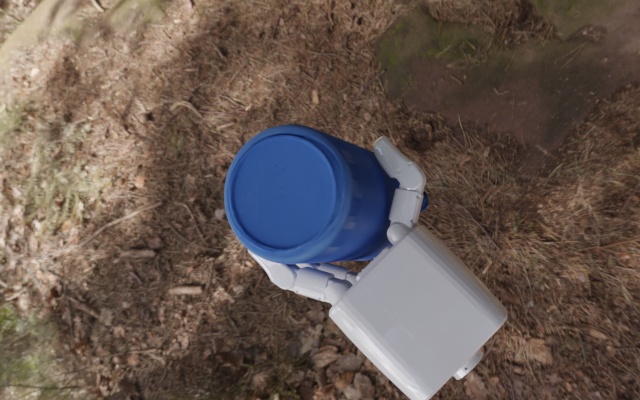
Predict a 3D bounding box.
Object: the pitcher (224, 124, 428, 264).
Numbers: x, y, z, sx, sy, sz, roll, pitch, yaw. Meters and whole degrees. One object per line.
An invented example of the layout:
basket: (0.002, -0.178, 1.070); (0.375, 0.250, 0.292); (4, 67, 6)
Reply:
pitcher: (0.000, 0.002, 0.473); (0.145, 0.149, 0.243); (45, 11, 16)
